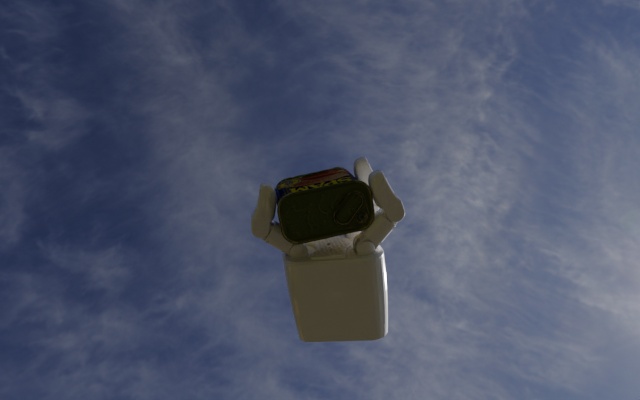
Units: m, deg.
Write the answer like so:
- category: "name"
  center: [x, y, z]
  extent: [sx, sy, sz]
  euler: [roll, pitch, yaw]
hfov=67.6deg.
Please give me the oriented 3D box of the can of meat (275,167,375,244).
- category: "can of meat"
  center: [0.000, 0.002, 0.538]
  extent: [0.102, 0.057, 0.084]
  euler: [-12, 17, -6]
